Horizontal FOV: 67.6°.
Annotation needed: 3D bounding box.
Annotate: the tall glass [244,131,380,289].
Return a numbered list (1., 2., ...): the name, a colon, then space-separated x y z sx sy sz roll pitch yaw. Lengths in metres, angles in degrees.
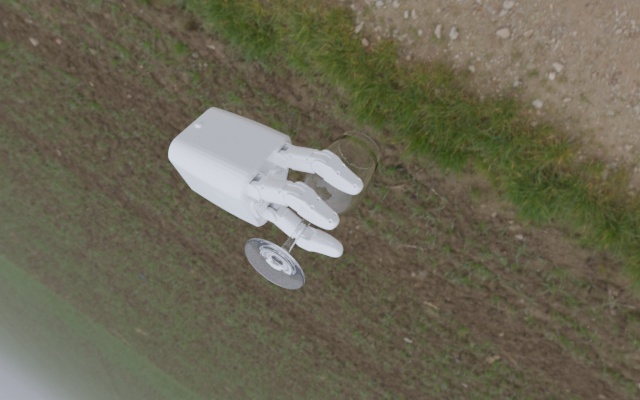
1. tall glass: 0.000 0.002 0.551 0.079 0.079 0.201 0 41 41
